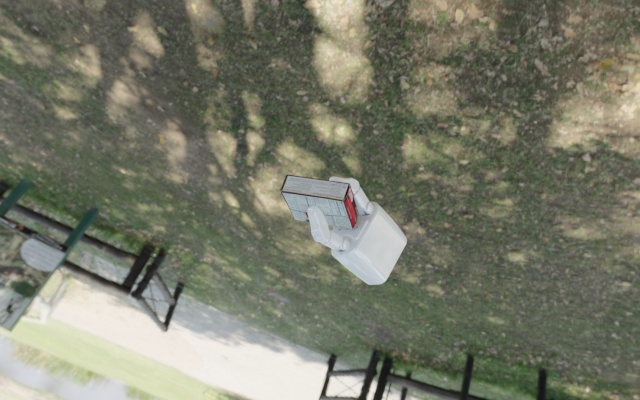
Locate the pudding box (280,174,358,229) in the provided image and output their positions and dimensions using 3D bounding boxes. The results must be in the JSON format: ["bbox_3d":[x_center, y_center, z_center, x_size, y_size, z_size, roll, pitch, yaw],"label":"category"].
[{"bbox_3d":[0.000,0.003,0.783,0.113,0.039,0.090,7,-32,19],"label":"pudding box"}]
